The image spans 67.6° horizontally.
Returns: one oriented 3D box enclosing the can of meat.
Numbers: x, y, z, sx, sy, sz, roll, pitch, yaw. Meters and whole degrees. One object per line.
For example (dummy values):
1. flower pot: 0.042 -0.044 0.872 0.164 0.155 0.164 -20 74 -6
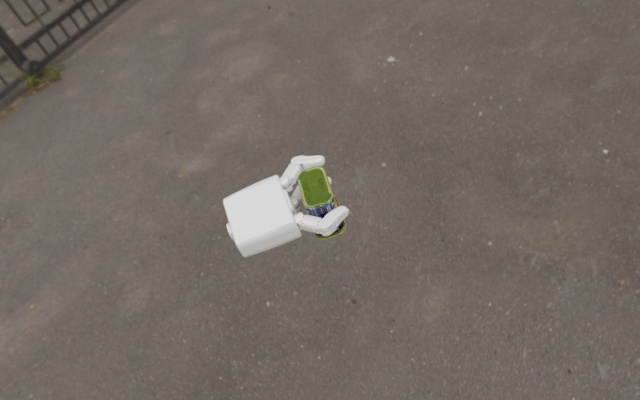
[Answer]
1. can of meat: 0.000 0.003 0.835 0.057 0.102 0.084 -20 -46 3
